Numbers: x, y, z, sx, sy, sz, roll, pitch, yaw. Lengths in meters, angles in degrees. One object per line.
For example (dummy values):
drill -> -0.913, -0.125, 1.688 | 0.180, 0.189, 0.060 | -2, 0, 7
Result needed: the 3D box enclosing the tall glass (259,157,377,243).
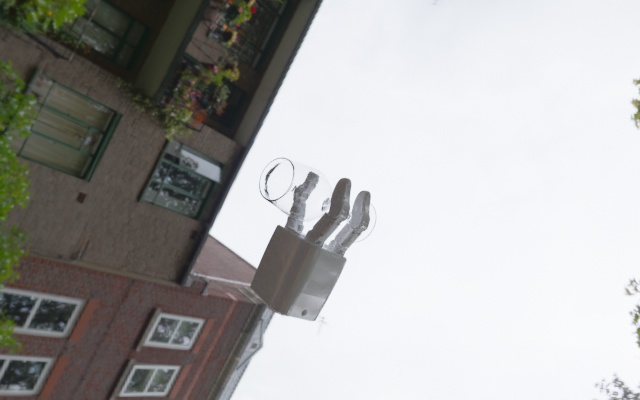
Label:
tall glass -> 0.001, 0.002, 0.700 | 0.079, 0.079, 0.201 | 0, -18, 38
